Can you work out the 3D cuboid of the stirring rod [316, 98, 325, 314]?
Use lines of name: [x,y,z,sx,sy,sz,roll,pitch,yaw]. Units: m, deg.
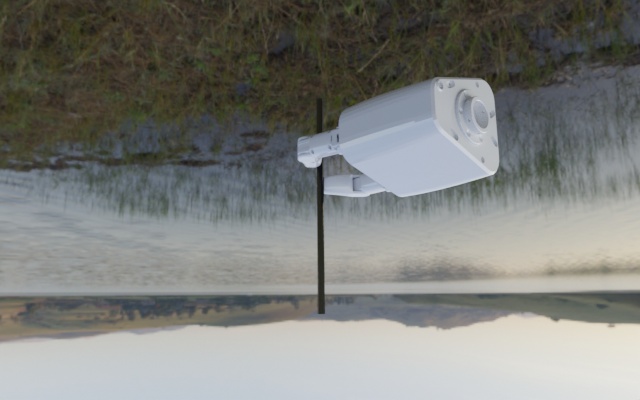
stirring rod: [0.000,0.002,0.526,0.011,0.239,0.011,0,-11,0]
